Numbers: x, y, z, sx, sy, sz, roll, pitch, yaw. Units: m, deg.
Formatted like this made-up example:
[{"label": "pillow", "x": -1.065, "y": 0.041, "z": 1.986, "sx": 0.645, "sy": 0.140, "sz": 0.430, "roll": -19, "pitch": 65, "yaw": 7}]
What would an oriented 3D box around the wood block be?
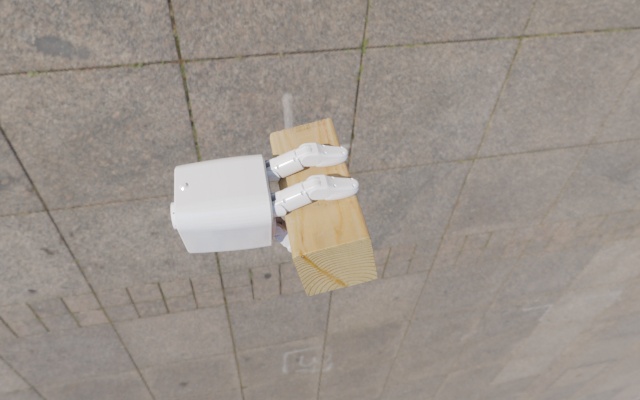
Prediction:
[{"label": "wood block", "x": 0.000, "y": 0.002, "z": 0.608, "sx": 0.090, "sy": 0.206, "sz": 0.091, "roll": -15, "pitch": -40, "yaw": 0}]
